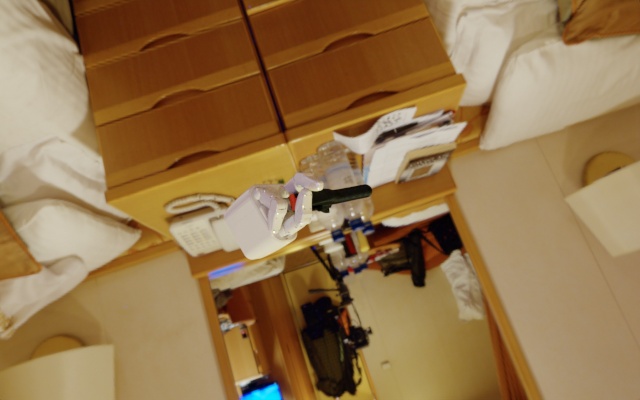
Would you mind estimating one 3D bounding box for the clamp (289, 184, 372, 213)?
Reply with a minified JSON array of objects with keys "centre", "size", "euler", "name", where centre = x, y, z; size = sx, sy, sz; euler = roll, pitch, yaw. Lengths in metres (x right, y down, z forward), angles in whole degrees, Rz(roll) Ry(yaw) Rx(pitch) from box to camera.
[{"centre":[0.000,0.003,0.867],"size":[0.171,0.039,0.120],"euler":[-3,-21,-42],"name":"clamp"}]
